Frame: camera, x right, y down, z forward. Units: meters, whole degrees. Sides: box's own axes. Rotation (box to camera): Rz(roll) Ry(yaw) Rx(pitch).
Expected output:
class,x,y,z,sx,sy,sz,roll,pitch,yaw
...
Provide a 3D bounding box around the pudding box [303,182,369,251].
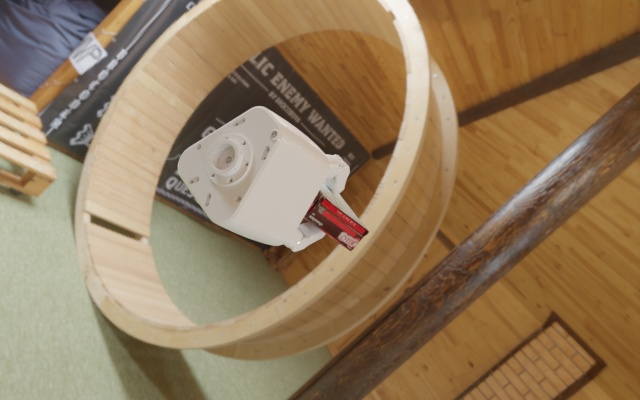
class,x,y,z,sx,sy,sz,roll,pitch,yaw
pudding box,0.000,0.002,0.587,0.090,0.039,0.113,39,11,-36
